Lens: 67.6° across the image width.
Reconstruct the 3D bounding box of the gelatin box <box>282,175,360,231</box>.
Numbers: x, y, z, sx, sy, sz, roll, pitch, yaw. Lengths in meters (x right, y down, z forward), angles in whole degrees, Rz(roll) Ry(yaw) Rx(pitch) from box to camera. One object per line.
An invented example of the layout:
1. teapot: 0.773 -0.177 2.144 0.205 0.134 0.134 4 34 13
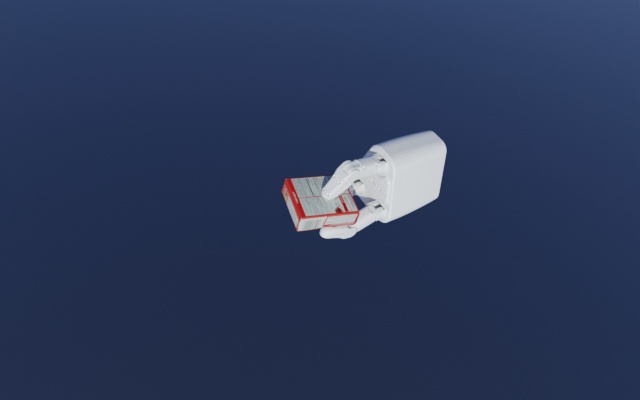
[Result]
1. gelatin box: 0.000 0.002 0.654 0.089 0.073 0.030 -5 -40 -23
